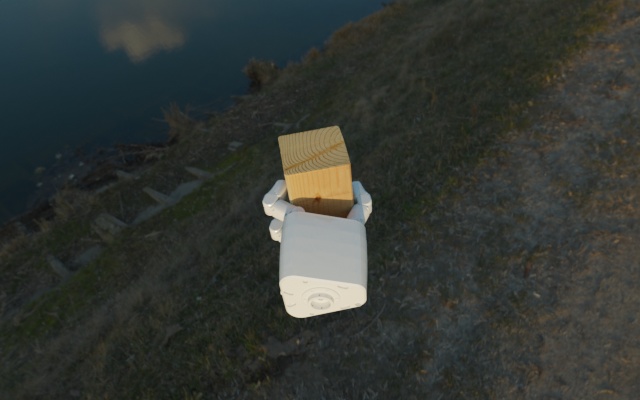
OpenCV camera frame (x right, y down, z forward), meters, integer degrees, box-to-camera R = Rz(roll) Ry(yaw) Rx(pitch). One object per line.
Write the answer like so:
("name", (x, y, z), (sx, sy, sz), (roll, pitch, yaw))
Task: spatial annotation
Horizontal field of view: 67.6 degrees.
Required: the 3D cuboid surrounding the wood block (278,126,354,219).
("wood block", (0.000, 0.002, 0.724), (0.091, 0.206, 0.090), (-10, 45, -3))
